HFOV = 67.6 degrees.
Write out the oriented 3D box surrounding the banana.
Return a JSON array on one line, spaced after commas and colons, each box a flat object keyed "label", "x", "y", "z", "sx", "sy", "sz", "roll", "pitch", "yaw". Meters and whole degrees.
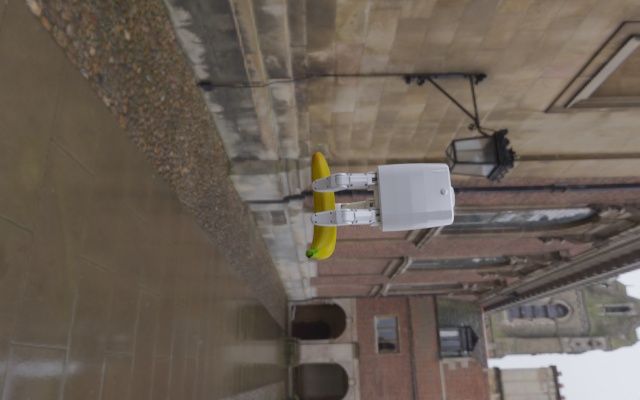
[{"label": "banana", "x": 0.004, "y": 0.016, "z": 0.756, "sx": 0.037, "sy": 0.197, "sz": 0.070, "roll": -6, "pitch": -36, "yaw": 10}]
